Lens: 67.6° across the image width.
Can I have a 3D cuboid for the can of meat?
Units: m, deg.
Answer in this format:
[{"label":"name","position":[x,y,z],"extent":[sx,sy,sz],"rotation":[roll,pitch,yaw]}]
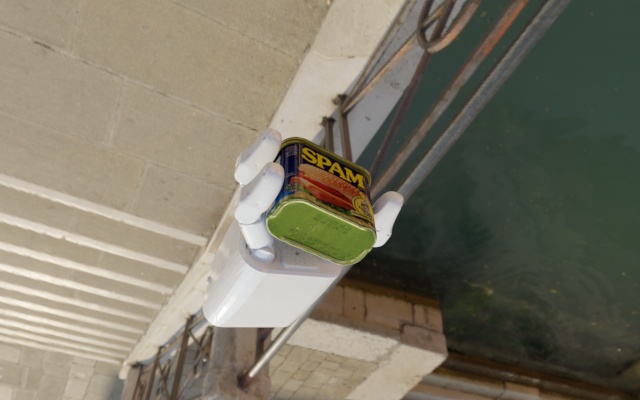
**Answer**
[{"label":"can of meat","position":[0.000,0.002,0.433],"extent":[0.102,0.083,0.057],"rotation":[25,-54,-22]}]
